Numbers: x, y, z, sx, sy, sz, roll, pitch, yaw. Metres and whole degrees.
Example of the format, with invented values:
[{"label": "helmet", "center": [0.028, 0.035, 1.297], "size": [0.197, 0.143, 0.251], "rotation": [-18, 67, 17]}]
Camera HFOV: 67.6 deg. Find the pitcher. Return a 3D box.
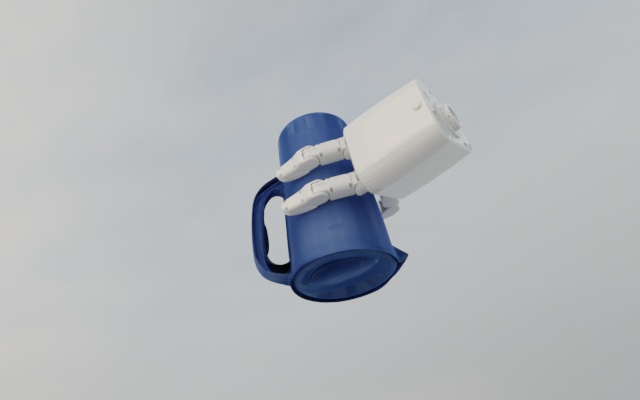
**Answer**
[{"label": "pitcher", "center": [0.000, 0.002, 0.630], "size": [0.145, 0.242, 0.149], "rotation": [-33, -40, 26]}]
